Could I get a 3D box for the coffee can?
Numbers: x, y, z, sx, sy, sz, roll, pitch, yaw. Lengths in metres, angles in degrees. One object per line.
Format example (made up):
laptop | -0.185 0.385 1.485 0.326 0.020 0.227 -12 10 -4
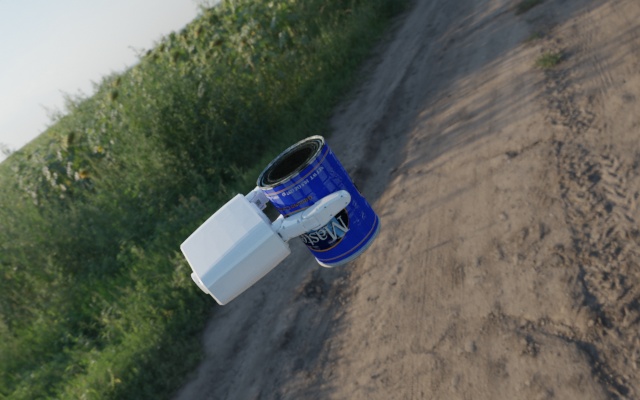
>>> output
coffee can | 0.000 0.002 0.622 0.103 0.140 0.102 -30 24 15
